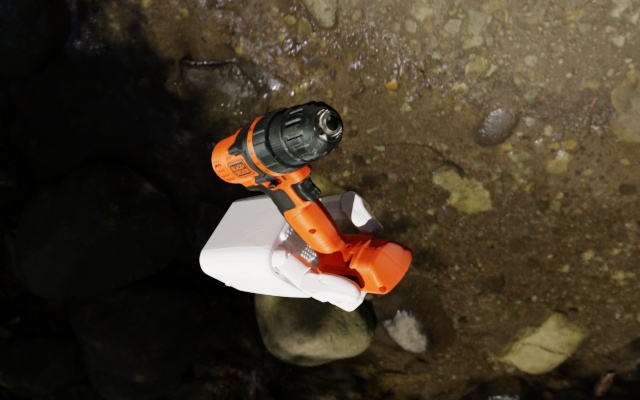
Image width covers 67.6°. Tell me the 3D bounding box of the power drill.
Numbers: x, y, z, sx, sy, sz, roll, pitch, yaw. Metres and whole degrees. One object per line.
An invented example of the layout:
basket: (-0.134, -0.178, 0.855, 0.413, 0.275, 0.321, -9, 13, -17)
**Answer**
power drill: (0.000, 0.002, 0.425, 0.057, 0.188, 0.184, -49, 21, -24)
